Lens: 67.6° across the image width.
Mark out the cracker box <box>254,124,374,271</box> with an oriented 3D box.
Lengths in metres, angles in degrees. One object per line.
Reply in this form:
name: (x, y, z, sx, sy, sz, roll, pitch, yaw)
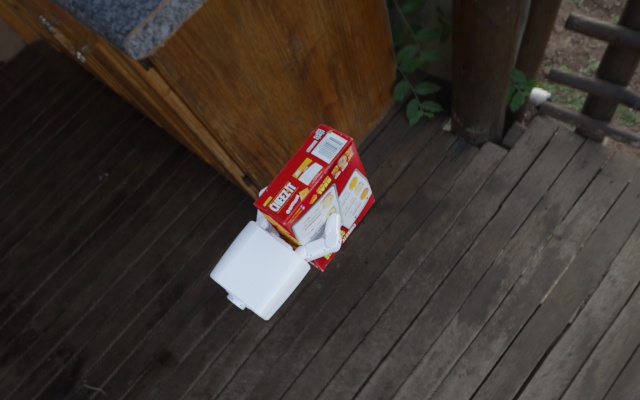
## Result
cracker box: (0.000, 0.003, 0.777, 0.072, 0.164, 0.214, 32, -13, 27)
